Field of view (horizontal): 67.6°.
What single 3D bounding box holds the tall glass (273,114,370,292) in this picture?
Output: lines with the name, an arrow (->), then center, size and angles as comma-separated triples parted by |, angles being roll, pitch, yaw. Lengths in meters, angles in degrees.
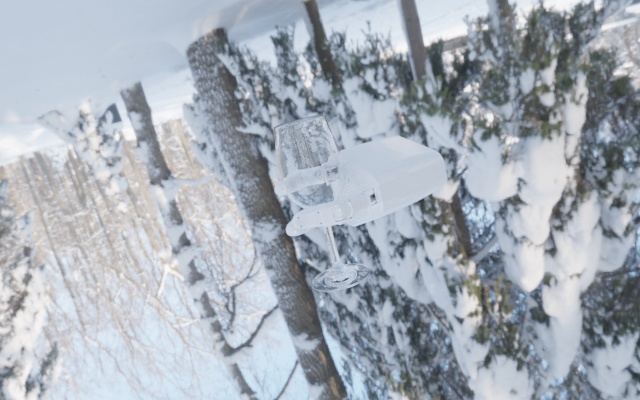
tall glass -> 0.000, 0.003, 0.571 | 0.079, 0.201, 0.079 | -15, 13, 3
